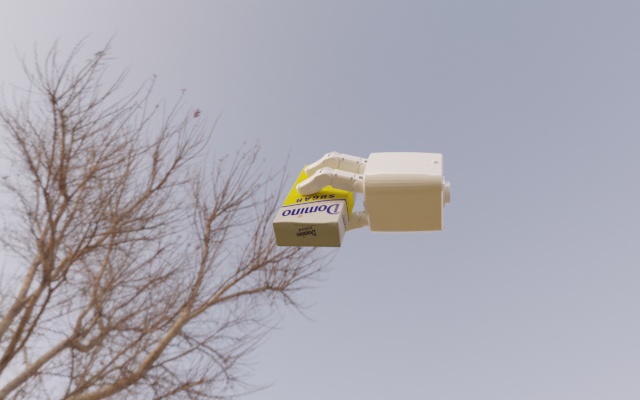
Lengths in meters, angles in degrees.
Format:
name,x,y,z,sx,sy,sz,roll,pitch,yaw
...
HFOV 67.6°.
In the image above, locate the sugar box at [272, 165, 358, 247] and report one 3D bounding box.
name,x,y,z,sx,sy,sz,roll,pitch,yaw
sugar box,0.000,0.002,0.705,0.093,0.048,0.176,-1,27,15
